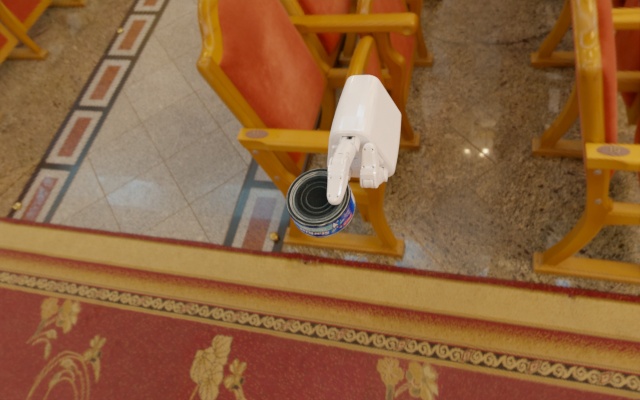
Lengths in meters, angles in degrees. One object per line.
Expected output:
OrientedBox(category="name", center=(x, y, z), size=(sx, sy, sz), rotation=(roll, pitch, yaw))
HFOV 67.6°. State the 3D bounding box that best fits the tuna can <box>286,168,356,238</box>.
OrientedBox(category="tuna can", center=(0.000, 0.002, 0.611), size=(0.086, 0.086, 0.034), rotation=(0, -27, 14))
